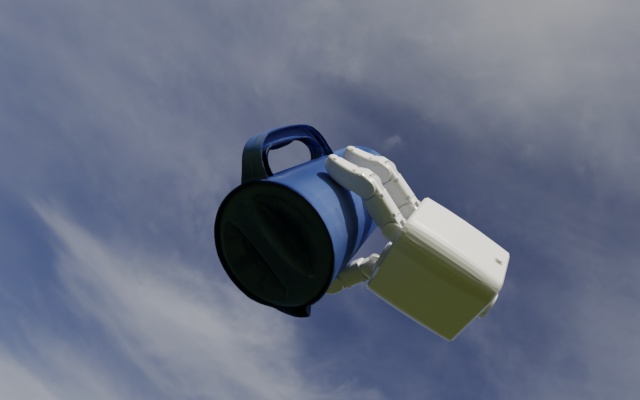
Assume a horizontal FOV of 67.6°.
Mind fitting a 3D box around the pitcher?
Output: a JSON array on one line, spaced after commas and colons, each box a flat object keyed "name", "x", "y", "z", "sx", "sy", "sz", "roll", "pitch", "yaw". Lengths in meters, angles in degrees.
[{"name": "pitcher", "x": 0.000, "y": 0.002, "z": 0.545, "sx": 0.145, "sy": 0.149, "sz": 0.242, "roll": 34, "pitch": 29, "yaw": 12}]
